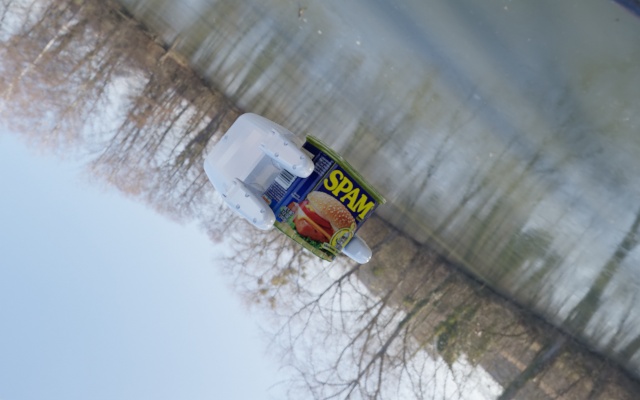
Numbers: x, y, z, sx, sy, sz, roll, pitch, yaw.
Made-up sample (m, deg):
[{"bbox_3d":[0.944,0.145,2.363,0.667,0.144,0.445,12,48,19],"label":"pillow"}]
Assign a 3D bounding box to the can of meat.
[{"bbox_3d":[0.000,0.002,0.453,0.102,0.084,0.057,40,0,-42],"label":"can of meat"}]
